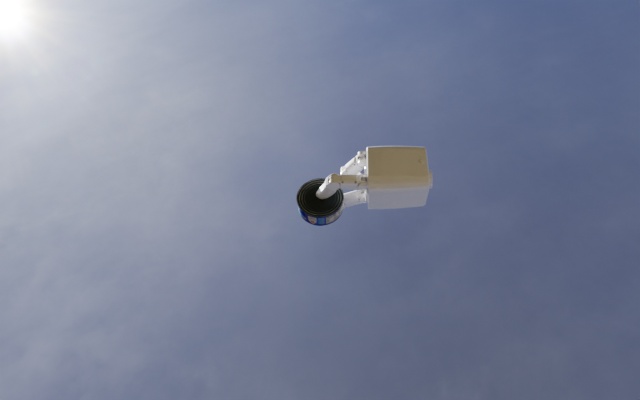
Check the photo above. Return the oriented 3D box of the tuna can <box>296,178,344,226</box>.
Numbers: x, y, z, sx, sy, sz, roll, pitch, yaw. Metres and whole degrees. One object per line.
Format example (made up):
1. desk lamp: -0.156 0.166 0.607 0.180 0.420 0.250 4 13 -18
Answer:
1. tuna can: 0.000 0.003 0.871 0.086 0.086 0.034 0 -35 4
